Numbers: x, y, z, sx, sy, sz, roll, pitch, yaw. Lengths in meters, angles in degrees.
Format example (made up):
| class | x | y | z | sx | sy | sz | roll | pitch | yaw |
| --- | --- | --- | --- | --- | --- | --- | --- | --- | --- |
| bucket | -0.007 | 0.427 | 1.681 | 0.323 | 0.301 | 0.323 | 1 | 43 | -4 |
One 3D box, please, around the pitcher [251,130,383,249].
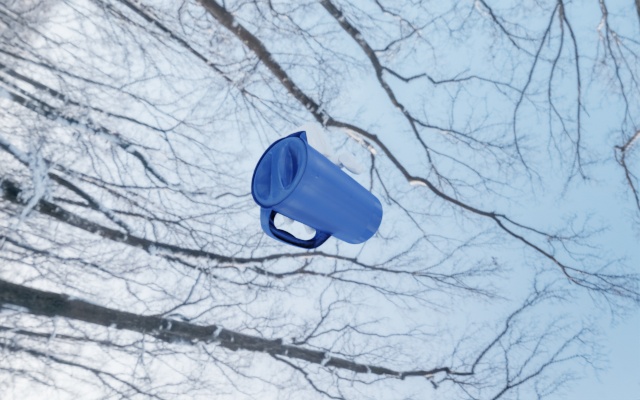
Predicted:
| class | x | y | z | sx | sy | sz | roll | pitch | yaw |
| --- | --- | --- | --- | --- | --- | --- | --- | --- | --- |
| pitcher | 0.000 | 0.003 | 0.859 | 0.149 | 0.145 | 0.243 | -40 | -46 | 21 |
